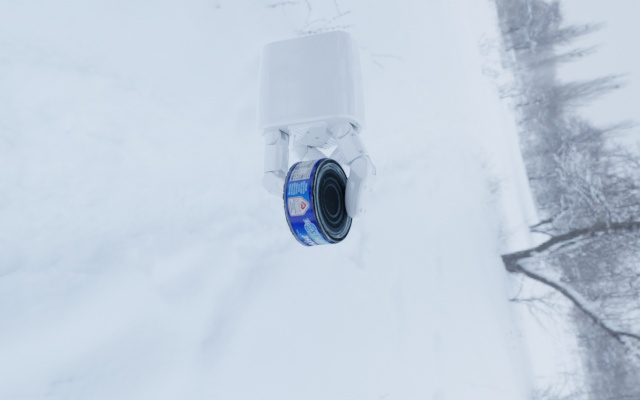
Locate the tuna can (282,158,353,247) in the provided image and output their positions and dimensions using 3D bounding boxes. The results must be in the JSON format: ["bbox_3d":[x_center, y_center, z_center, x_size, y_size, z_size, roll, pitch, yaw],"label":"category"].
[{"bbox_3d":[0.001,0.002,0.469,0.034,0.086,0.086,-7,-3,28],"label":"tuna can"}]
